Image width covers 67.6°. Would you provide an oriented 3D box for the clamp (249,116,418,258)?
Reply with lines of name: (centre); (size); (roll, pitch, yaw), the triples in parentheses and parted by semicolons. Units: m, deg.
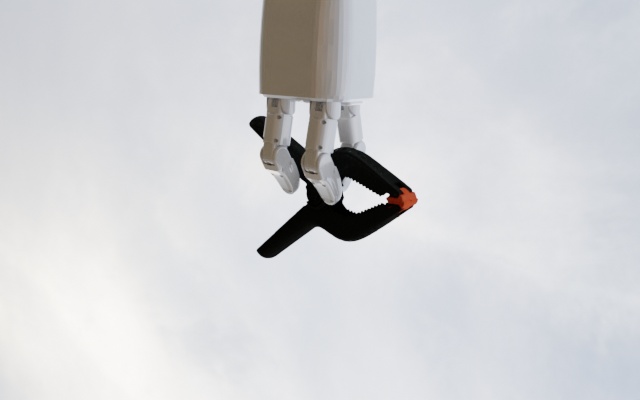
clamp: (0.001, 0.001, 0.501); (0.210, 0.164, 0.036); (14, 18, 37)
